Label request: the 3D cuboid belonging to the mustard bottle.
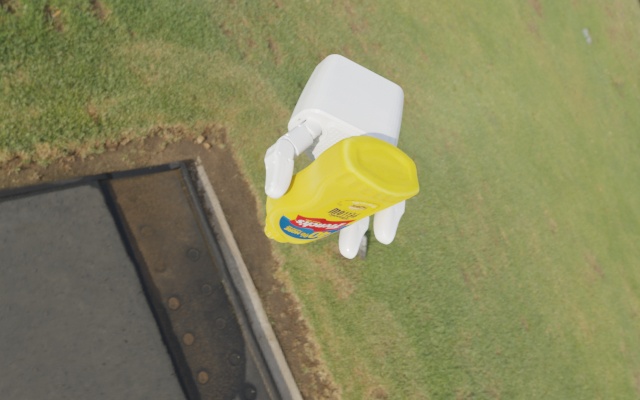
[{"bbox_3d":[0.000,0.002,0.491,0.096,0.058,0.192,12,-28,-37],"label":"mustard bottle"}]
